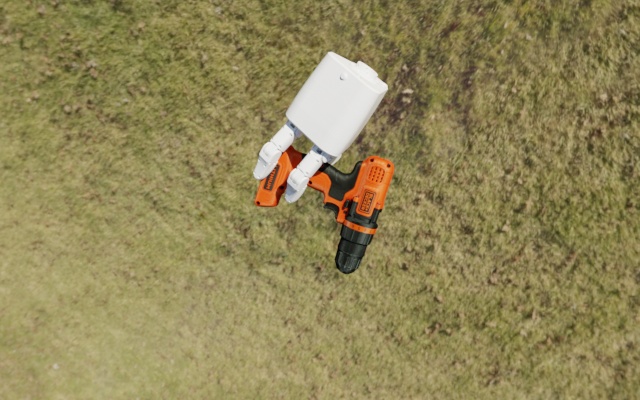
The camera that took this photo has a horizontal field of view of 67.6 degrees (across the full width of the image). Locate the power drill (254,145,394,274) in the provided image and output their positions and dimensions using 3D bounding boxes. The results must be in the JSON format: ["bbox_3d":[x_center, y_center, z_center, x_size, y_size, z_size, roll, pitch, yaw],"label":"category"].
[{"bbox_3d":[0.000,0.002,0.725,0.187,0.184,0.057,19,7,4],"label":"power drill"}]
